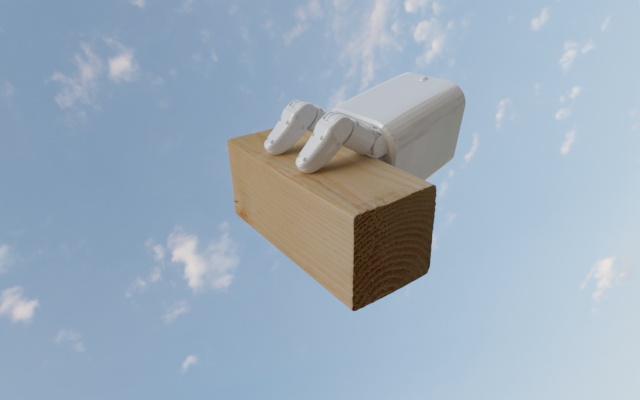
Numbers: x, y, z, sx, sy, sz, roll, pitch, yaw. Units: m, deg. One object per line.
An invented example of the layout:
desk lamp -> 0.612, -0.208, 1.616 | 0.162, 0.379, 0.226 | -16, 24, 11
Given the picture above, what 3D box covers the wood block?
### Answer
wood block -> 0.000, 0.002, 0.456 | 0.090, 0.091, 0.206 | -20, 32, -30
